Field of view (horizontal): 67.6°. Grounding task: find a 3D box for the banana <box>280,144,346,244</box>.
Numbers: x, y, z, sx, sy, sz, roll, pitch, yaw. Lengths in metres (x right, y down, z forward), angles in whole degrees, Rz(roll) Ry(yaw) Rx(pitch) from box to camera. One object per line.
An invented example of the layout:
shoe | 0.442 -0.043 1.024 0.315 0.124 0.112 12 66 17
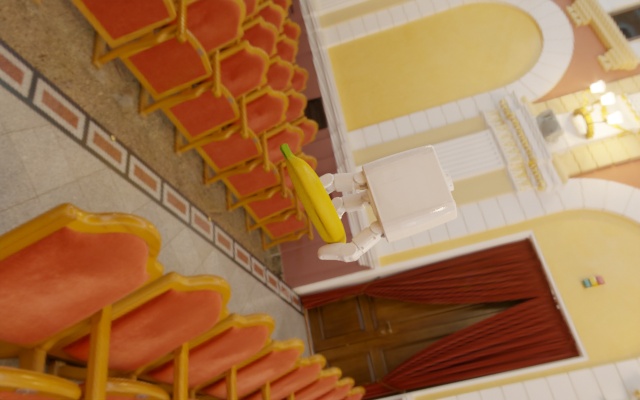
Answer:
banana | 0.001 0.010 0.668 0.037 0.198 0.069 -22 34 7
